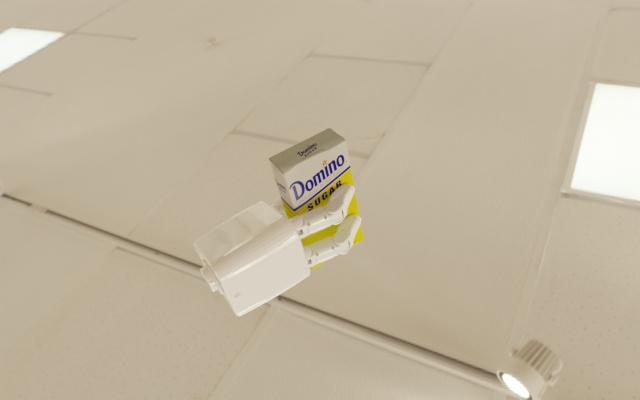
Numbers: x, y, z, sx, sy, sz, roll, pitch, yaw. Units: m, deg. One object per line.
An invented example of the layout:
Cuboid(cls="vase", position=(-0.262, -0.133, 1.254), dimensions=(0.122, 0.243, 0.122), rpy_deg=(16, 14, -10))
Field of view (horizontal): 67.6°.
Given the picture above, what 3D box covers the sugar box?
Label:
Cuboid(cls="sugar box", position=(0.000, 0.002, 0.634), dimensions=(0.093, 0.176, 0.048), rpy_deg=(-29, 44, -17))
